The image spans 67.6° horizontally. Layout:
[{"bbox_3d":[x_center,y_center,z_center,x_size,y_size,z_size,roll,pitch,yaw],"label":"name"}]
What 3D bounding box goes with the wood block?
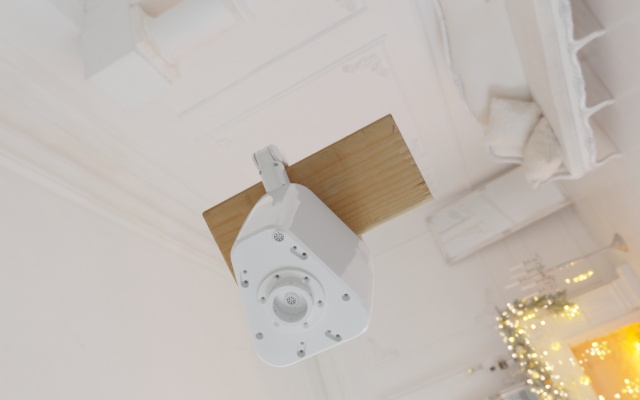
[{"bbox_3d":[0.000,0.001,0.490,0.206,0.091,0.090,-26,1,11],"label":"wood block"}]
